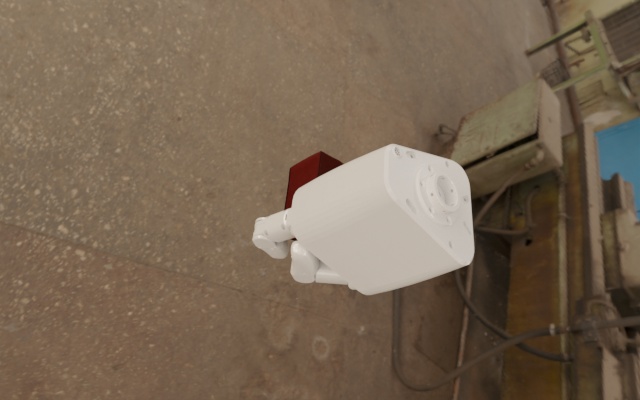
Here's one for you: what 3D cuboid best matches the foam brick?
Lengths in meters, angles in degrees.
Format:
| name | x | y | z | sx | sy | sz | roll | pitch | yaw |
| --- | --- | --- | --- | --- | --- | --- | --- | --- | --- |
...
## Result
| name | x | y | z | sx | sy | sz | roll | pitch | yaw |
| --- | --- | --- | --- | --- | --- | --- | --- | --- | --- |
| foam brick | 0.000 | 0.001 | 0.466 | 0.053 | 0.078 | 0.051 | 26 | -35 | -32 |
